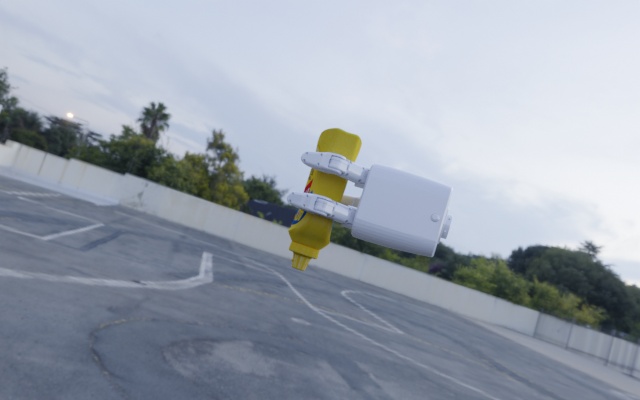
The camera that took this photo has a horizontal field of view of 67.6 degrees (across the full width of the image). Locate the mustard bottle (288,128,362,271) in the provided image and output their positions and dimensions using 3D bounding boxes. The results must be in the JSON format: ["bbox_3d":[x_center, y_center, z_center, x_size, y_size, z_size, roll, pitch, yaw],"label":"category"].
[{"bbox_3d":[0.000,0.002,0.650,0.058,0.191,0.096,19,-6,-11],"label":"mustard bottle"}]
